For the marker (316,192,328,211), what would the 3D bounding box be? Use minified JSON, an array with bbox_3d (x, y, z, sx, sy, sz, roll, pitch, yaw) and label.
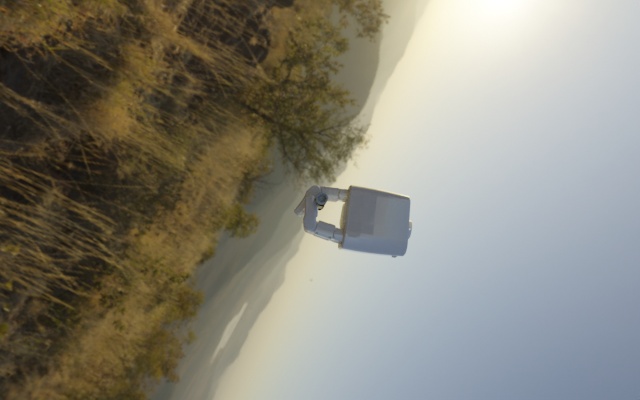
[{"bbox_3d":[0.000,0.003,0.801,0.020,0.020,0.121,0,-7,-2],"label":"marker"}]
